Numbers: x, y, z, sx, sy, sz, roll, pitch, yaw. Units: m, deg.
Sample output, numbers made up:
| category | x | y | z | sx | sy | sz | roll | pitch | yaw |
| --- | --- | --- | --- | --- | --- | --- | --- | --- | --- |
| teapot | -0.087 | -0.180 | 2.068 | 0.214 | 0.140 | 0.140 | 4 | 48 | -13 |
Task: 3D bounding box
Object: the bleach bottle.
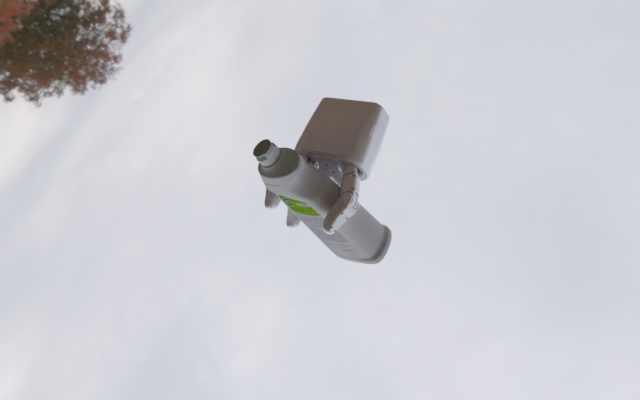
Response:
| category | x | y | z | sx | sy | sz | roll | pitch | yaw |
| --- | --- | --- | --- | --- | --- | --- | --- | --- | --- |
| bleach bottle | 0.000 | 0.002 | 0.671 | 0.102 | 0.068 | 0.251 | 3 | -30 | 41 |
